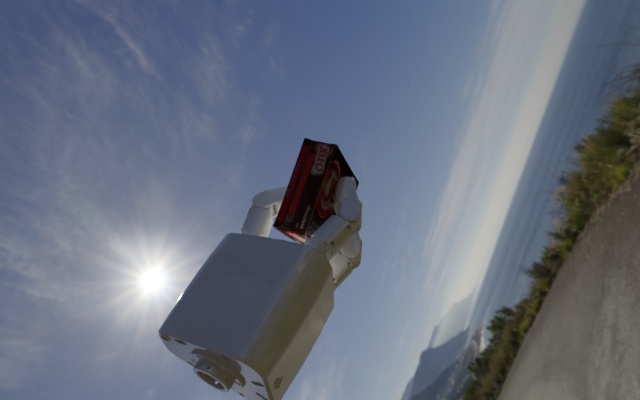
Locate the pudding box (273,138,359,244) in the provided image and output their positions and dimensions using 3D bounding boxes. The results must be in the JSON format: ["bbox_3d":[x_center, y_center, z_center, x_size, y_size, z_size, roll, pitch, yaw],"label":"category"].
[{"bbox_3d":[0.000,0.002,0.475,0.039,0.090,0.113,16,-11,17],"label":"pudding box"}]
